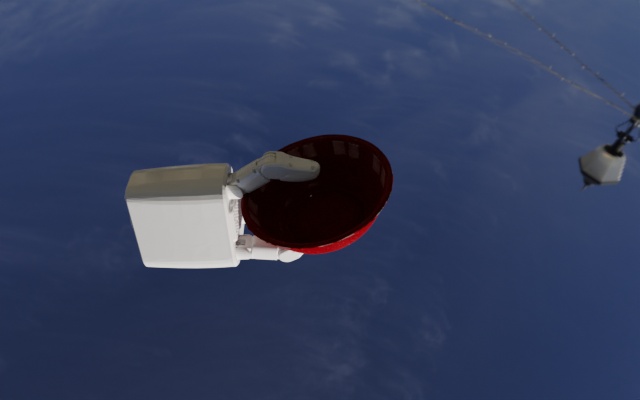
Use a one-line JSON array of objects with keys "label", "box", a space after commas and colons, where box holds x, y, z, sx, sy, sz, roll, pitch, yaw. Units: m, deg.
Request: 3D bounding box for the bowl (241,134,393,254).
[{"label": "bowl", "box": [0.001, 0.002, 0.509, 0.162, 0.162, 0.055, 0, -42, 19]}]
